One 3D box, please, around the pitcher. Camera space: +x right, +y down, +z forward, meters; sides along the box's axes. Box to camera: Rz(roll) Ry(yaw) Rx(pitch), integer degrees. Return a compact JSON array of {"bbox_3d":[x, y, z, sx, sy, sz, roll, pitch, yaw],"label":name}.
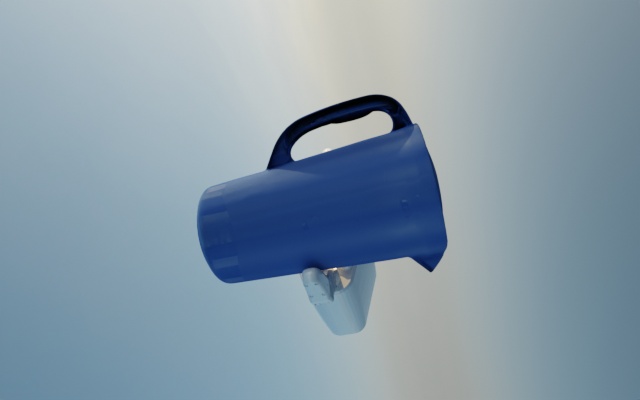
[{"bbox_3d":[0.000,0.002,0.499,0.243,0.149,0.145,-13,-43,9],"label":"pitcher"}]
